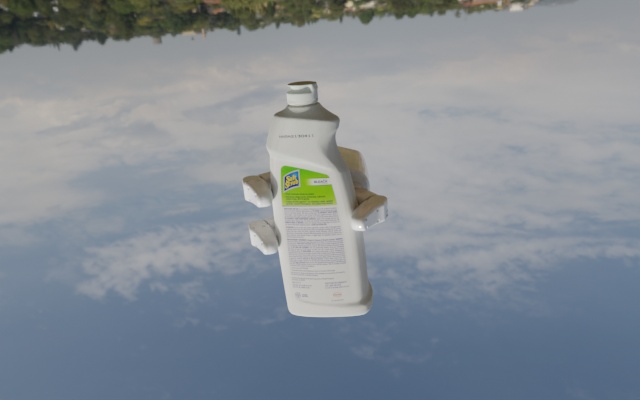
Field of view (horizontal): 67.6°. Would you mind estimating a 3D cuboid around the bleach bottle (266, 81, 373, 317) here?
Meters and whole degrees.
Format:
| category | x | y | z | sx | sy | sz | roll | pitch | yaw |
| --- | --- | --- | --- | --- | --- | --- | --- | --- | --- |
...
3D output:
| category | x | y | z | sx | sy | sz | roll | pitch | yaw |
| --- | --- | --- | --- | --- | --- | --- | --- | --- | --- |
| bleach bottle | 0.000 | 0.002 | 0.510 | 0.102 | 0.251 | 0.068 | -3 | 21 | 5 |
